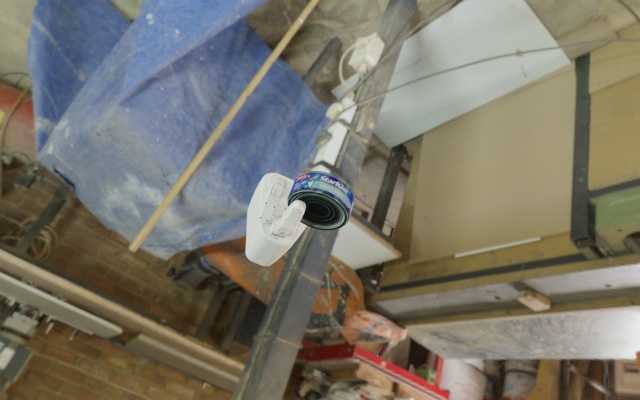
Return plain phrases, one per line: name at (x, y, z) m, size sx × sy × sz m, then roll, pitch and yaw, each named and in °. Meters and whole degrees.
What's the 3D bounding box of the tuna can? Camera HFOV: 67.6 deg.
tuna can at (0.000, 0.002, 0.627) m, size 0.086 × 0.033 × 0.086 m, roll 12°, pitch -37°, yaw 10°
